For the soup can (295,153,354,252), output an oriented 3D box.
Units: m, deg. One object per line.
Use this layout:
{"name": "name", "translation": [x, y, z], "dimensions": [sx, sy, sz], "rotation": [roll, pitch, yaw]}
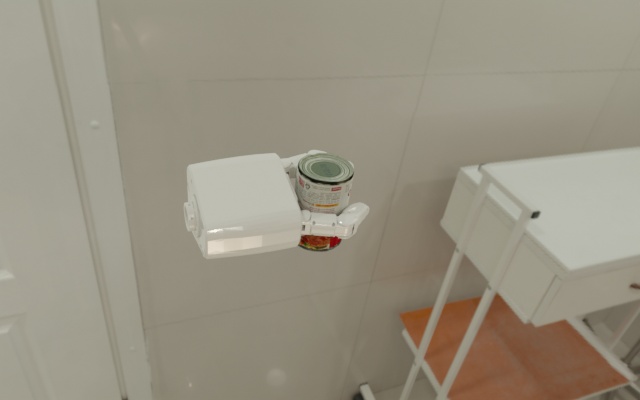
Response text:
{"name": "soup can", "translation": [0.001, 0.002, 0.578], "dimensions": [0.068, 0.102, 0.068], "rotation": [6, 35, -4]}
